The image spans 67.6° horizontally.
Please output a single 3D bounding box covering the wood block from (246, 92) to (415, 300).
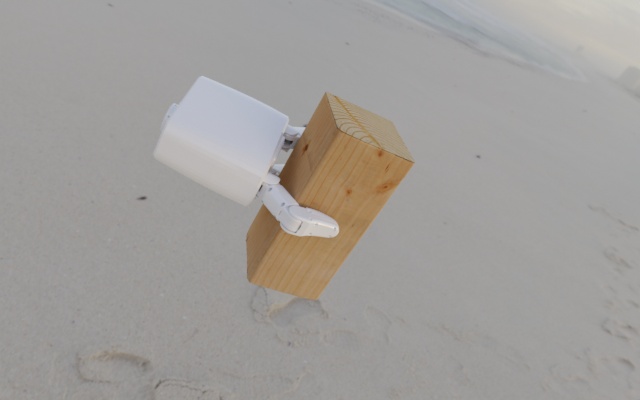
[{"bbox_3d":[0.000,0.002,0.528,0.090,0.206,0.090,20,30,-22],"label":"wood block"}]
